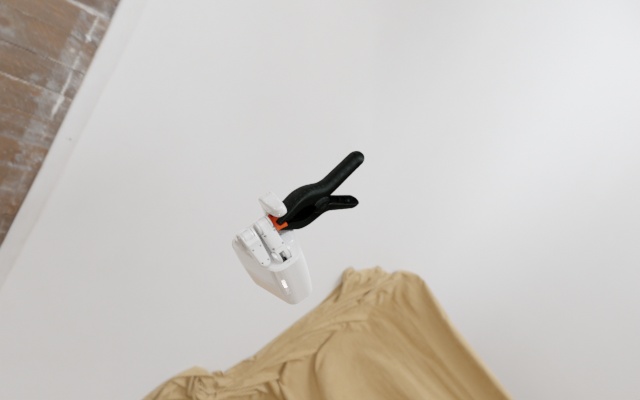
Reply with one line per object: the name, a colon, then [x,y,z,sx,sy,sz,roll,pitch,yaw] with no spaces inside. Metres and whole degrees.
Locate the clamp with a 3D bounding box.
clamp: [0.000,0.003,0.743,0.171,0.120,0.039,-31,51,-14]
